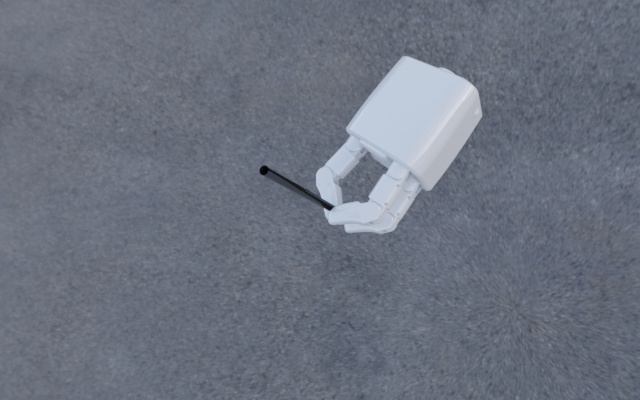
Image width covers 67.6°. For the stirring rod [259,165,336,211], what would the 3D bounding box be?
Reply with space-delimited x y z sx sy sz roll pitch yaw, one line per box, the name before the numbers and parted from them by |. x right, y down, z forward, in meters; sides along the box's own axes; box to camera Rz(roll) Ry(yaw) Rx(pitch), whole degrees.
stirring rod | 0.000 0.002 0.482 0.011 0.011 0.239 0 -12 22
